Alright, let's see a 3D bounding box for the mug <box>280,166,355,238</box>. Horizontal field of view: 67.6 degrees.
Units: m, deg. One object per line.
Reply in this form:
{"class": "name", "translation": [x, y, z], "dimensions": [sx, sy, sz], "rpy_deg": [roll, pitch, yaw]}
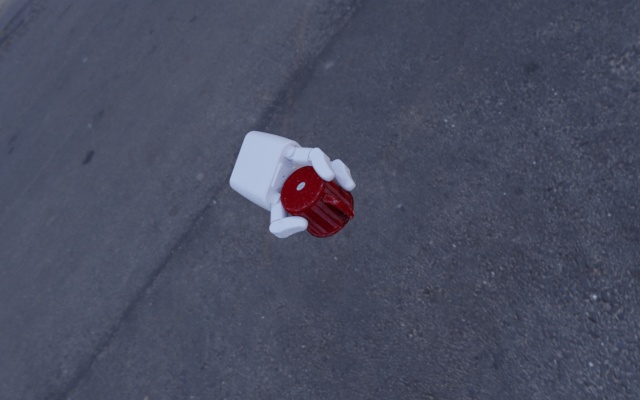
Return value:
{"class": "mug", "translation": [0.001, 0.003, 0.725], "dimensions": [0.117, 0.093, 0.081], "rpy_deg": [22, -13, 43]}
